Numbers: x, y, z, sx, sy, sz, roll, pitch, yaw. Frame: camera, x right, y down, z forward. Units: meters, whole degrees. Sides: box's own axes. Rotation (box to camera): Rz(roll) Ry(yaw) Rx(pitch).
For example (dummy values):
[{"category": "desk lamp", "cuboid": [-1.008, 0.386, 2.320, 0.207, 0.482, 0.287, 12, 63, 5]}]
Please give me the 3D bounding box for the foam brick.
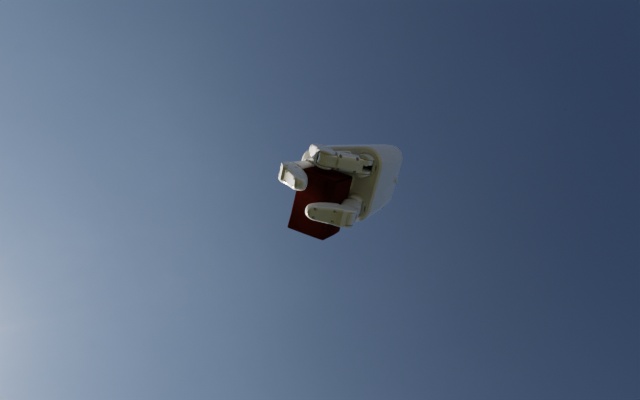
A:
[{"category": "foam brick", "cuboid": [0.000, 0.002, 0.597, 0.053, 0.078, 0.051, 21, 18, 21]}]
